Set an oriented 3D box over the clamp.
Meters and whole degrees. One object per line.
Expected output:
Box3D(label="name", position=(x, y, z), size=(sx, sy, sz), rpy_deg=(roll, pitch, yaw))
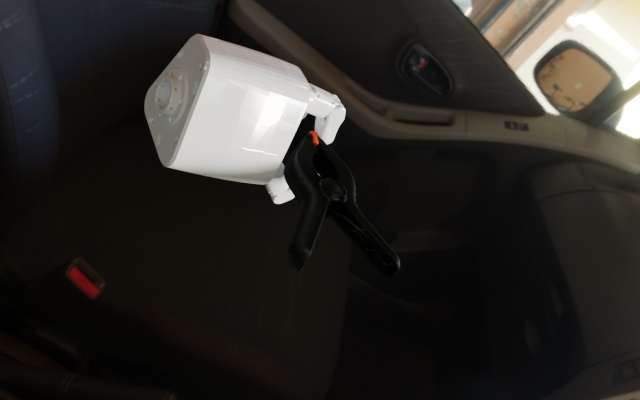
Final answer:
Box3D(label="clamp", position=(0.000, 0.001, 0.459), size=(0.120, 0.171, 0.039), rpy_deg=(8, -44, -45))
